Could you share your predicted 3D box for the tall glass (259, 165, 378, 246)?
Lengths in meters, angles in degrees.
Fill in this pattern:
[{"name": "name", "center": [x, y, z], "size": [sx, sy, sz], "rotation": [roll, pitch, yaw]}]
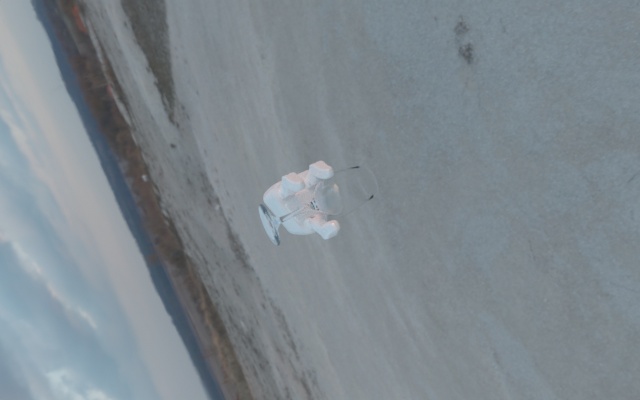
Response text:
[{"name": "tall glass", "center": [0.000, 0.003, 0.819], "size": [0.201, 0.079, 0.079], "rotation": [-24, 9, -20]}]
